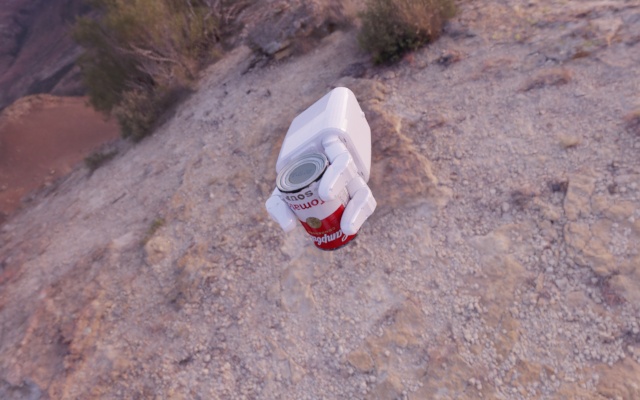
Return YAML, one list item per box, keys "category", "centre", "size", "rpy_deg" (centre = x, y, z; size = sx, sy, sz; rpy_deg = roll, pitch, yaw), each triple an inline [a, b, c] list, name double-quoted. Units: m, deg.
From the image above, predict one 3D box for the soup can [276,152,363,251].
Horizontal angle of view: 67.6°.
- category: "soup can"
  centre: [0.000, 0.002, 0.563]
  size: [0.068, 0.068, 0.102]
  rpy_deg: [0, -44, 37]
